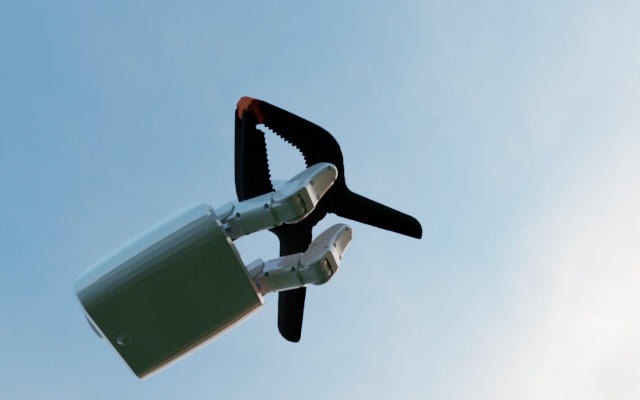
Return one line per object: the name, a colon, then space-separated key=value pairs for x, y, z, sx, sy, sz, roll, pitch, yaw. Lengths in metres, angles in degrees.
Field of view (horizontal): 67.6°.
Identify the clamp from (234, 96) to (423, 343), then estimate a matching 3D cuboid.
clamp: x=-0.001 y=0.001 z=0.403 sx=0.164 sy=0.210 sz=0.036 roll=-32 pitch=27 yaw=-17
